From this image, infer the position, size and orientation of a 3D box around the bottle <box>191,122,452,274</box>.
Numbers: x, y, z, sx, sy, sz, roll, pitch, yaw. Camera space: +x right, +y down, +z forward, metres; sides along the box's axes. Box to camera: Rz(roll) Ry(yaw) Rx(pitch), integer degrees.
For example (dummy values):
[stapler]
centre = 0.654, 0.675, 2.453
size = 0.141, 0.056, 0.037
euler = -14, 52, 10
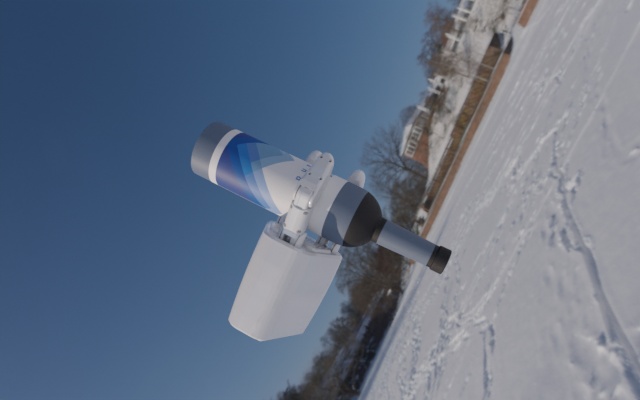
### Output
[bottle]
centre = 0.000, 0.002, 0.522
size = 0.295, 0.069, 0.069
euler = 26, 6, 12
